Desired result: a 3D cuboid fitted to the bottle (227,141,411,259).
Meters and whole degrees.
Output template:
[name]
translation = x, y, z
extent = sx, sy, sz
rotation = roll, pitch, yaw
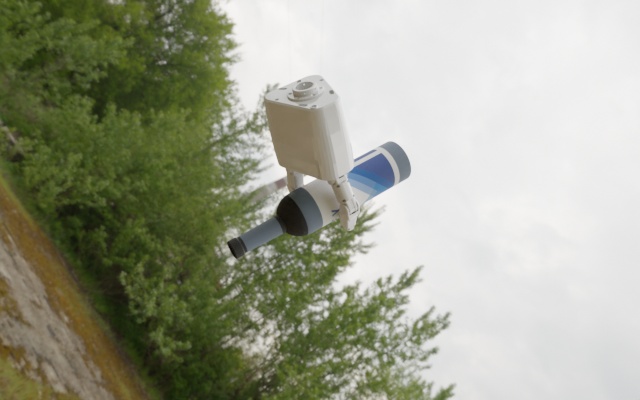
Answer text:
[bottle]
translation = 0.000, 0.002, 0.701
extent = 0.295, 0.069, 0.069
rotation = -29, 11, -21
